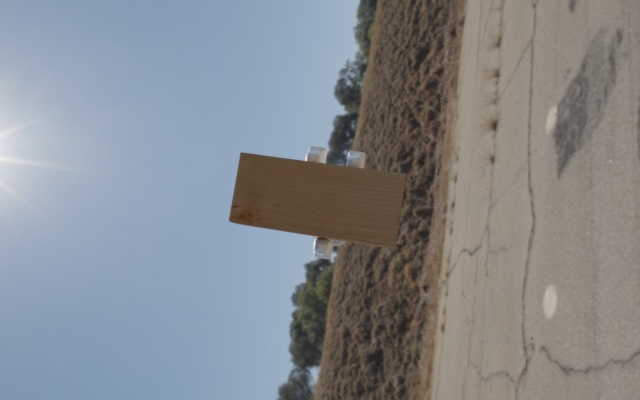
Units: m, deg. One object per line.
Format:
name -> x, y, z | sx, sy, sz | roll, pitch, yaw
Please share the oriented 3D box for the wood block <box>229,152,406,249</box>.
wood block -> 0.000, 0.002, 0.618 | 0.206, 0.091, 0.090 | 8, -5, 8
